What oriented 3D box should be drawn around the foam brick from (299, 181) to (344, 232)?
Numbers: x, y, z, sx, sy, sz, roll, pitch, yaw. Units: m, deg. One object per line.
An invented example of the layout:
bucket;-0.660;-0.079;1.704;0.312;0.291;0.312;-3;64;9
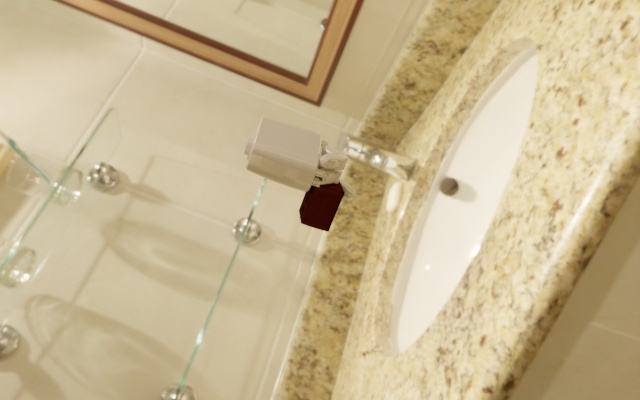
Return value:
foam brick;0.000;0.003;0.810;0.051;0.078;0.053;15;23;-15
